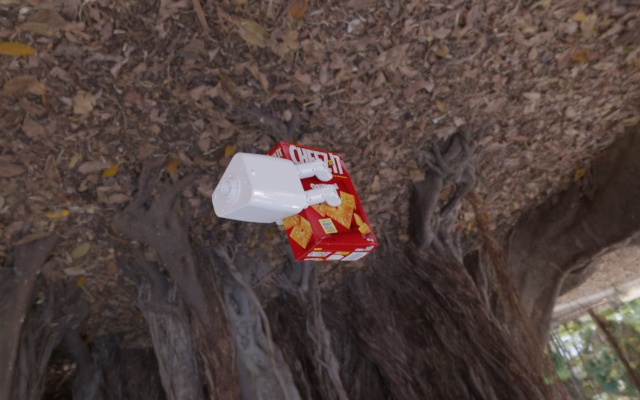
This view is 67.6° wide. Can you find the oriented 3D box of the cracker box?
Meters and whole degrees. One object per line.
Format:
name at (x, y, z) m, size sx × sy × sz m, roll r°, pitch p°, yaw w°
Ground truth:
cracker box at (0.000, 0.003, 0.880) m, size 0.164 × 0.213 × 0.072 m, roll 7°, pitch -37°, yaw -45°
